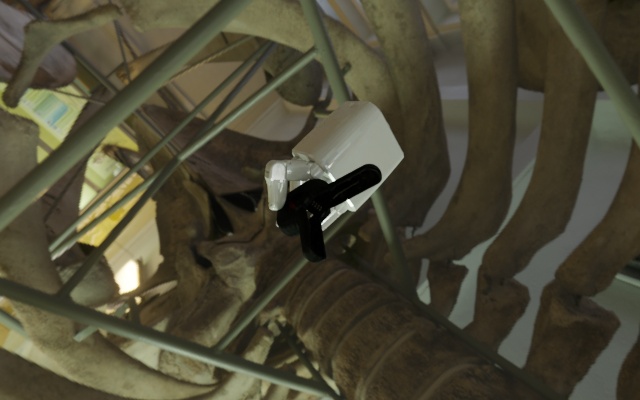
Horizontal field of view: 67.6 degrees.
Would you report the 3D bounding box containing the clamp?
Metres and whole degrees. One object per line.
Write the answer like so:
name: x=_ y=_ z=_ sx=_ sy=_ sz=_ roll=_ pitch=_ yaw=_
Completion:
clamp: x=0.000 y=0.002 z=0.546 sx=0.120 sy=0.039 sz=0.171 roll=-45 pitch=23 yaw=-9
